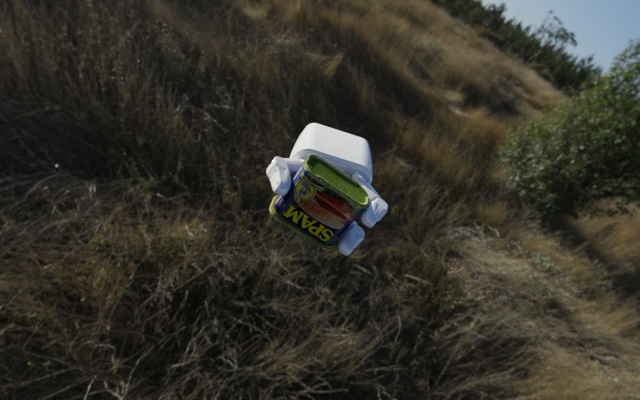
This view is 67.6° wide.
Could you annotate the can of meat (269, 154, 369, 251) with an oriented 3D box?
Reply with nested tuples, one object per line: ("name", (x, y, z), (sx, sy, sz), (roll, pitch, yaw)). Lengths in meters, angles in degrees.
("can of meat", (0.000, 0.002, 0.615), (0.102, 0.084, 0.057), (33, 29, -11))
